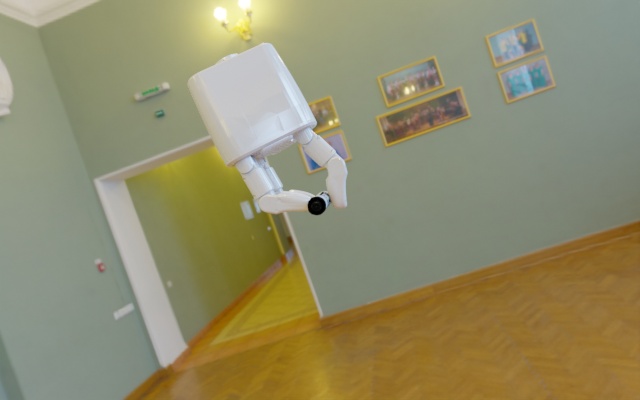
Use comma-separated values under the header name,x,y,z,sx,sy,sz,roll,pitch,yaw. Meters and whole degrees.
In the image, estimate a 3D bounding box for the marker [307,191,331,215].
name,x,y,z,sx,sy,sz,roll,pitch,yaw
marker,0.000,0.002,0.522,0.020,0.020,0.121,0,4,4
